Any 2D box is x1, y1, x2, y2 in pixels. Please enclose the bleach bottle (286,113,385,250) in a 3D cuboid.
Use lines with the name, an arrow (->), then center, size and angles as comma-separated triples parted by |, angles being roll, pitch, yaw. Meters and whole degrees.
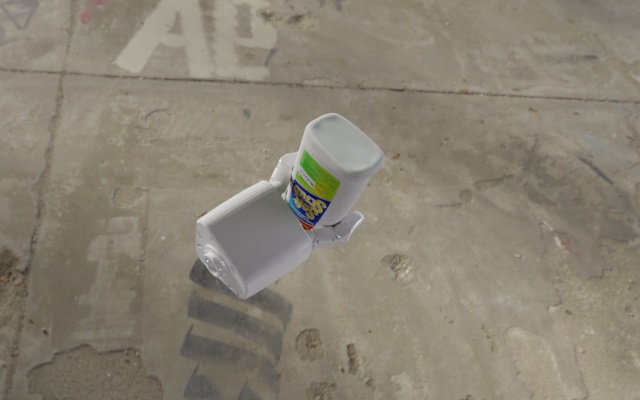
bleach bottle -> 0.000, 0.002, 0.661 | 0.068, 0.102, 0.251 | -33, -21, -33
